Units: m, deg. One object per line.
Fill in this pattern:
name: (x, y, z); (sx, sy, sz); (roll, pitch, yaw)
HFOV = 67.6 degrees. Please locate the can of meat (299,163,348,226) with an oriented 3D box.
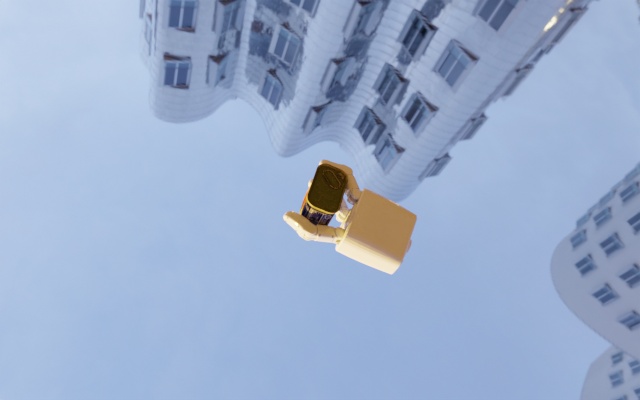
can of meat: (0.000, 0.003, 0.812); (0.057, 0.102, 0.084); (22, -41, -5)
